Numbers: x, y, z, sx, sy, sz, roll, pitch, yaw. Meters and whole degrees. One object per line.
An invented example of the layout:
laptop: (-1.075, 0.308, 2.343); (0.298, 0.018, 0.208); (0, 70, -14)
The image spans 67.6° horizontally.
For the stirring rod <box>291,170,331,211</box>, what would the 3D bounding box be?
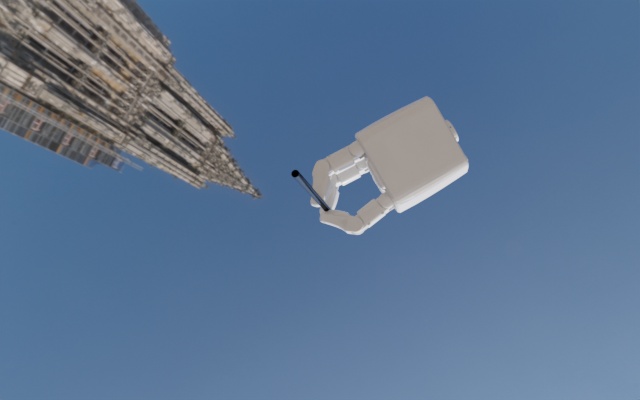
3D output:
stirring rod: (0.000, 0.002, 0.588); (0.011, 0.011, 0.239); (0, -14, 12)
